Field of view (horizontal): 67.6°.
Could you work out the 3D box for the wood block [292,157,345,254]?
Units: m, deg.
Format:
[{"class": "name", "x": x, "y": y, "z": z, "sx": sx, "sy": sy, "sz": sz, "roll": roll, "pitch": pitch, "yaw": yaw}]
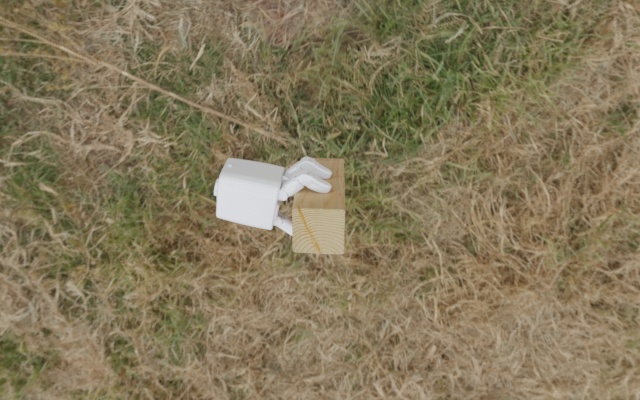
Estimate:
[{"class": "wood block", "x": 0.000, "y": 0.003, "z": 0.885, "sx": 0.090, "sy": 0.091, "sz": 0.206, "roll": 2, "pitch": 29, "yaw": 1}]
